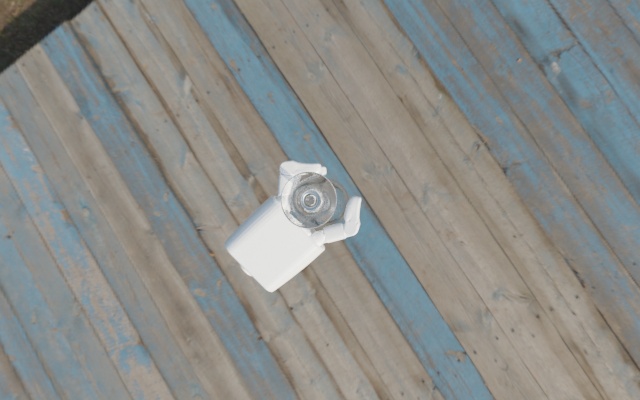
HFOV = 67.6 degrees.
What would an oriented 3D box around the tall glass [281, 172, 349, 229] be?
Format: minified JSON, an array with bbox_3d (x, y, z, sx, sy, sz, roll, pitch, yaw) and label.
[{"bbox_3d":[0.000,0.002,0.715,0.079,0.079,0.201,0,-1,9],"label":"tall glass"}]
